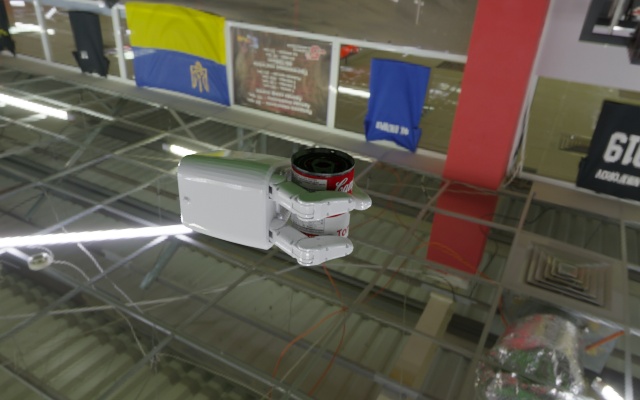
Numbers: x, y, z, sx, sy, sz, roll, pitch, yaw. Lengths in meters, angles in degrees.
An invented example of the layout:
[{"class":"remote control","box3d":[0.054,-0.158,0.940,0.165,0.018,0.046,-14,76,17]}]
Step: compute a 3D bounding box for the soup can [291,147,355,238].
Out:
[{"class":"soup can","box3d":[0.001,0.002,0.526,0.068,0.102,0.068,2,29,-1]}]
